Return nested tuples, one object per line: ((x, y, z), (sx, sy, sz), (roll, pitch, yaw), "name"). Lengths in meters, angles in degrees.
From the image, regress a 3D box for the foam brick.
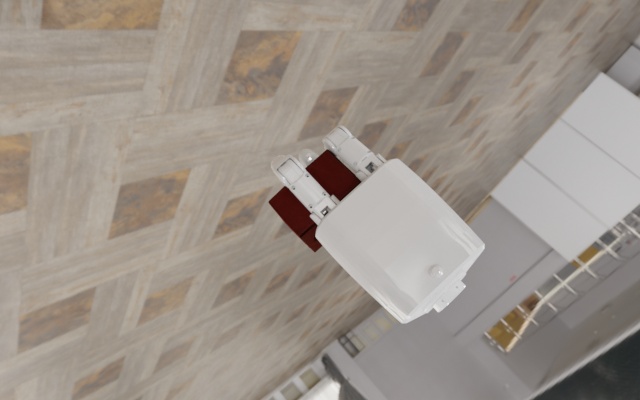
((0.000, 0.002, 0.455), (0.051, 0.078, 0.053), (46, -4, 24), "foam brick")
